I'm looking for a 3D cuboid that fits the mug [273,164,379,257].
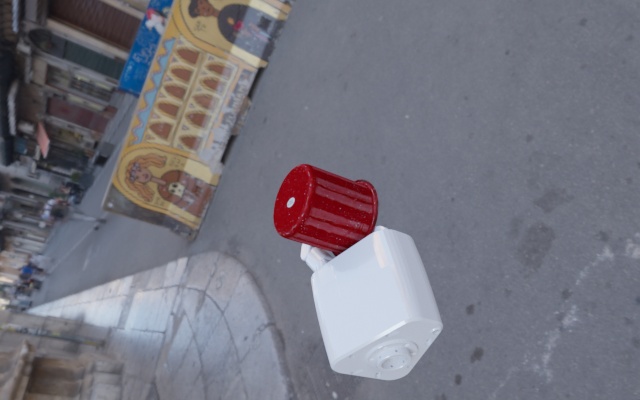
[{"bbox_3d":[0.000,0.001,0.525,0.081,0.117,0.093,19,-53,-29],"label":"mug"}]
